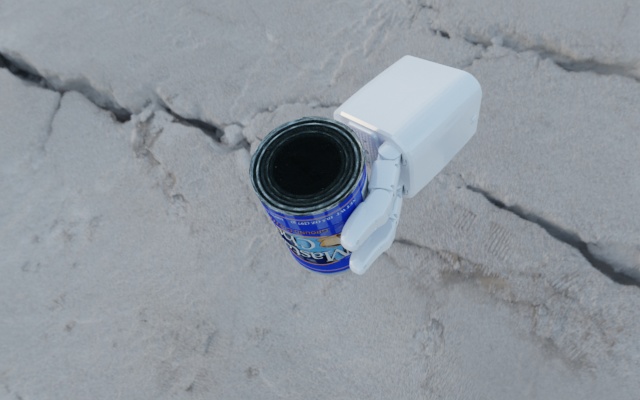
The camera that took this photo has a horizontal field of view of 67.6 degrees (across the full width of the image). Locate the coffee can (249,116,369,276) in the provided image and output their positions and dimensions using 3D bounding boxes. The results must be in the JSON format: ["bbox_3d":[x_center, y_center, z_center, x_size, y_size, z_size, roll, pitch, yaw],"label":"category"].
[{"bbox_3d":[0.000,0.002,0.470,0.103,0.102,0.140,0,-29,12],"label":"coffee can"}]
